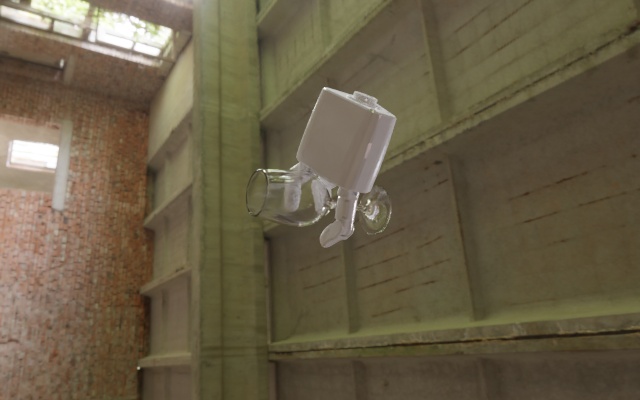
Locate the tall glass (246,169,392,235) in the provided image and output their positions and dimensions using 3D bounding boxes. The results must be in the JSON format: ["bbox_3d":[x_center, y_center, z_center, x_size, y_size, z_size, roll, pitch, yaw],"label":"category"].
[{"bbox_3d":[0.001,0.002,0.667,0.201,0.079,0.079,8,-5,-33],"label":"tall glass"}]
